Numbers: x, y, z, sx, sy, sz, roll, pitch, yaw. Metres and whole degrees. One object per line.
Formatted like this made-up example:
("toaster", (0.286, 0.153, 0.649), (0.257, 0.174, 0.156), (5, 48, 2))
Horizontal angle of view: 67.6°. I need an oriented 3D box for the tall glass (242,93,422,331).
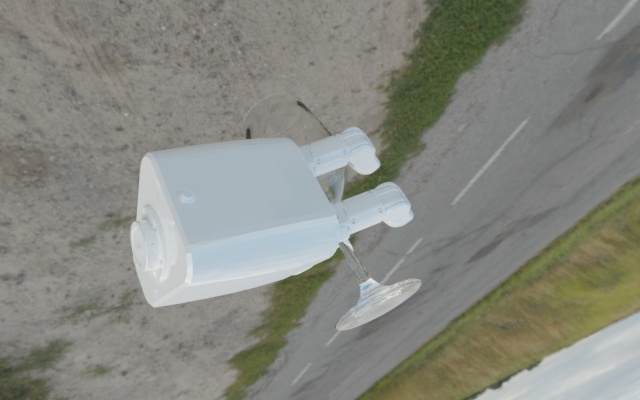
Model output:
("tall glass", (0.000, 0.002, 0.402), (0.079, 0.201, 0.079), (-24, -25, -12))
